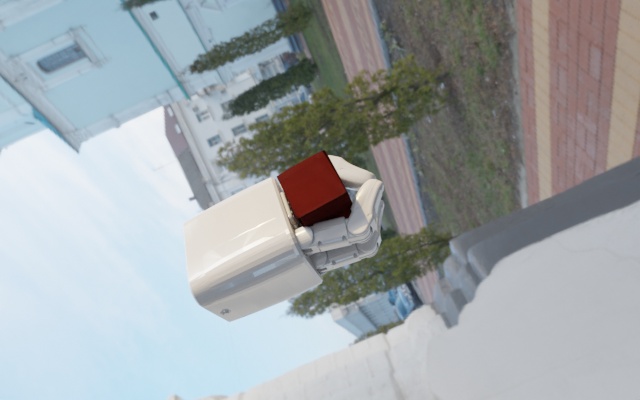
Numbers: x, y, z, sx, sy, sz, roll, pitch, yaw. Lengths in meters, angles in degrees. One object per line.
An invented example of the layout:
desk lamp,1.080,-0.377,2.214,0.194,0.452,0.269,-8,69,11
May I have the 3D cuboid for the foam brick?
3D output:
foam brick,0.000,0.001,0.455,0.051,0.053,0.078,-27,-30,0
